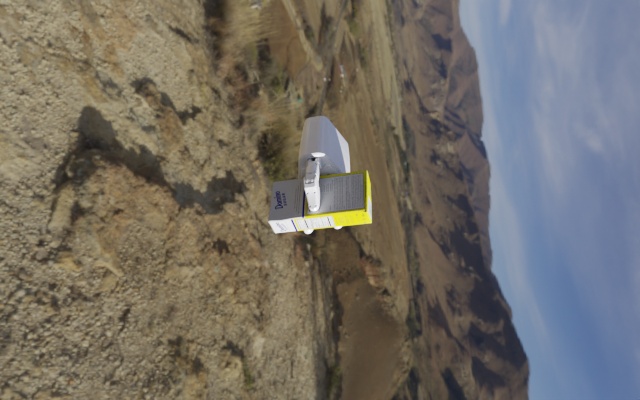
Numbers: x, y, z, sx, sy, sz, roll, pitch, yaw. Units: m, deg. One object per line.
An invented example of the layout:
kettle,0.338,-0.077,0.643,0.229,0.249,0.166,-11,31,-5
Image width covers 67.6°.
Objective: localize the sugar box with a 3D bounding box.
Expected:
sugar box,0.000,0.003,0.849,0.176,0.093,0.048,-8,-39,14
